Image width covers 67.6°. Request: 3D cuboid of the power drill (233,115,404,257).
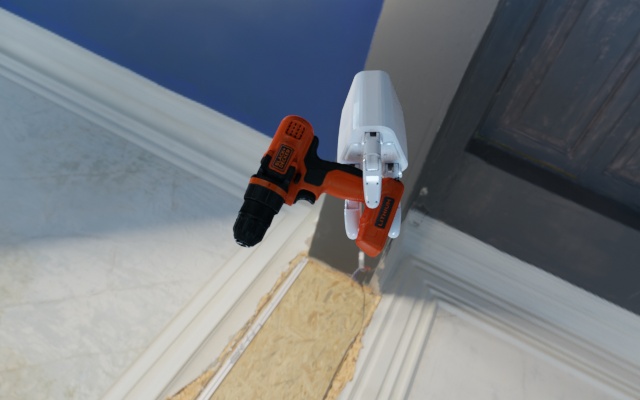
[{"bbox_3d":[0.001,0.002,0.613,0.187,0.184,0.057,25,-14,-5],"label":"power drill"}]
